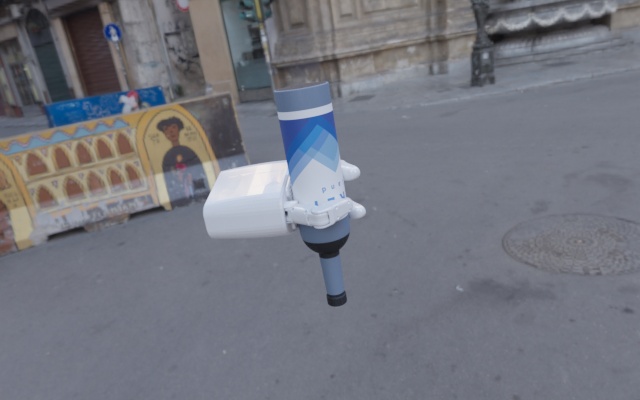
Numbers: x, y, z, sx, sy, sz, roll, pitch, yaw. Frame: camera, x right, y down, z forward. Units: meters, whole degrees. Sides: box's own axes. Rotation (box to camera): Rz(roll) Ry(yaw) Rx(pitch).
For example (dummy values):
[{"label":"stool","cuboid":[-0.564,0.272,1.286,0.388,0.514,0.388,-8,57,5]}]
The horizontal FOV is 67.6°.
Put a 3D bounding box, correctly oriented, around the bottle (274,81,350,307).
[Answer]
[{"label":"bottle","cuboid":[0.000,0.002,0.614,0.069,0.296,0.069,-9,18,3]}]
